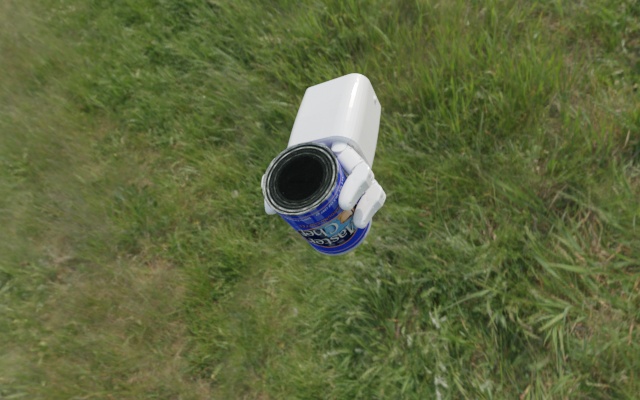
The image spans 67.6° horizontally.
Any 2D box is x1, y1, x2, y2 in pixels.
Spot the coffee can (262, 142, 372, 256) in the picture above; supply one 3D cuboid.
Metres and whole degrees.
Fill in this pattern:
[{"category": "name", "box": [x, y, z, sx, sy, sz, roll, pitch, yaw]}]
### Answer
[{"category": "coffee can", "box": [0.000, 0.002, 0.640, 0.103, 0.102, 0.140, 0, -26, 24]}]
